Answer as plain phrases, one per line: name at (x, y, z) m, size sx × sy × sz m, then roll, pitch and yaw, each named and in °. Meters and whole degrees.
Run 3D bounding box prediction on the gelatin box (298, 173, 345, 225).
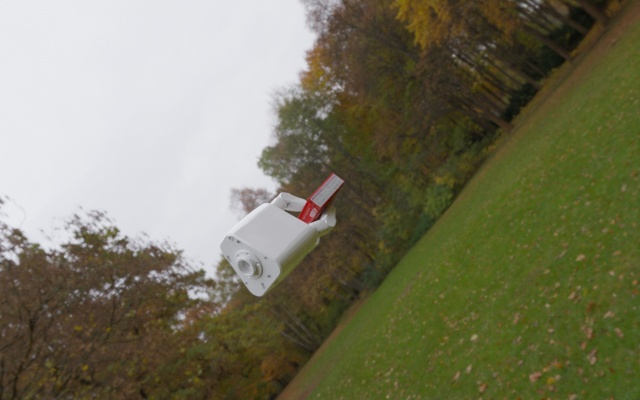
gelatin box at (0.000, 0.002, 0.852) m, size 0.089 × 0.030 × 0.073 m, roll -48°, pitch -8°, yaw -40°
